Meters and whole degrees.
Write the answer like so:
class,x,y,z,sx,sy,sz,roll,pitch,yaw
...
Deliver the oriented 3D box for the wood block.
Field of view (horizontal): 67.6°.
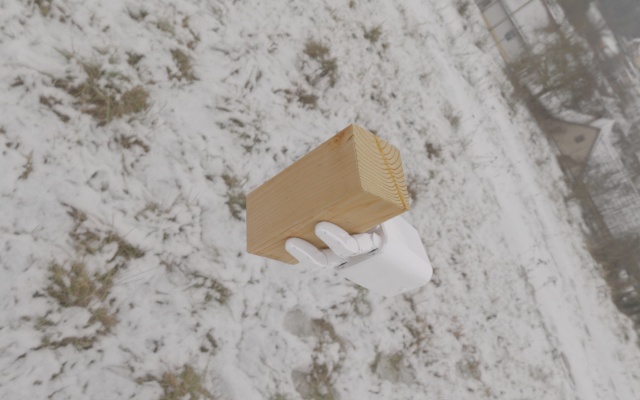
class,x,y,z,sx,sy,sz,roll,pitch,yaw
wood block,0.000,0.002,0.612,0.090,0.090,0.206,21,-38,-39
